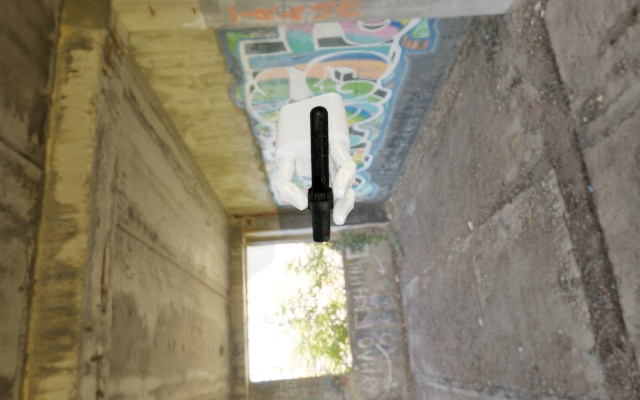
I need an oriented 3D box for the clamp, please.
[{"bbox_3d":[-0.001,0.002,0.651,0.036,0.164,0.210,0,-42,1],"label":"clamp"}]
